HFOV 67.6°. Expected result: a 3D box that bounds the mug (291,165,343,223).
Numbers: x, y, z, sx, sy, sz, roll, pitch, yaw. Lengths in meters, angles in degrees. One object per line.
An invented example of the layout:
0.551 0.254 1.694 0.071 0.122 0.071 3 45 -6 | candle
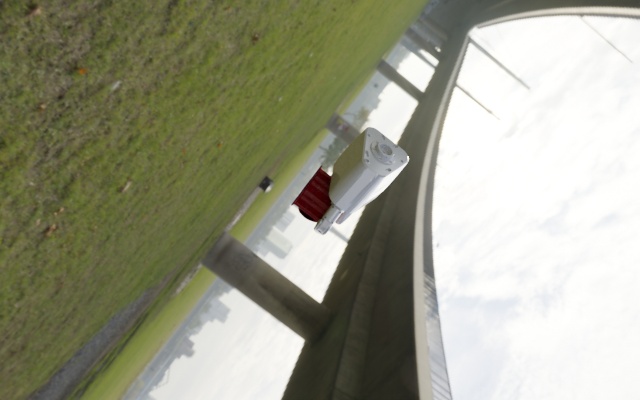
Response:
0.000 0.004 0.886 0.117 0.081 0.093 -50 4 44 | mug
